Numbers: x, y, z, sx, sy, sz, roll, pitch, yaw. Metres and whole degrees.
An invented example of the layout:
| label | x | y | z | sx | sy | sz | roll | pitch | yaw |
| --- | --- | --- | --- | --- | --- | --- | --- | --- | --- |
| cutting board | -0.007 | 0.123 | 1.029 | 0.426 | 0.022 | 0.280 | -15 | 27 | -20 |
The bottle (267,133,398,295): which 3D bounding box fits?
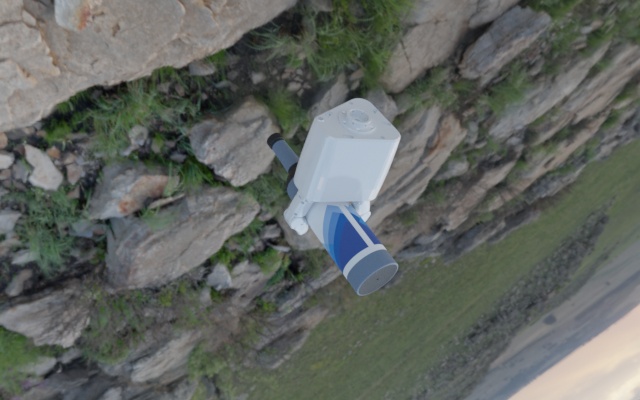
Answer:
| label | x | y | z | sx | sy | sz | roll | pitch | yaw |
| --- | --- | --- | --- | --- | --- | --- | --- | --- | --- |
| bottle | 0.000 | 0.003 | 0.702 | 0.069 | 0.069 | 0.295 | 0 | 44 | -46 |
